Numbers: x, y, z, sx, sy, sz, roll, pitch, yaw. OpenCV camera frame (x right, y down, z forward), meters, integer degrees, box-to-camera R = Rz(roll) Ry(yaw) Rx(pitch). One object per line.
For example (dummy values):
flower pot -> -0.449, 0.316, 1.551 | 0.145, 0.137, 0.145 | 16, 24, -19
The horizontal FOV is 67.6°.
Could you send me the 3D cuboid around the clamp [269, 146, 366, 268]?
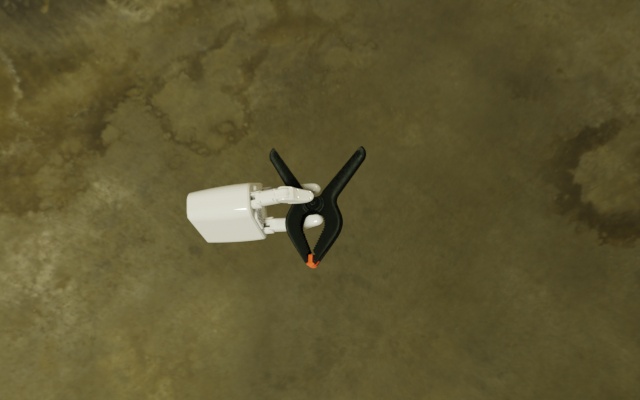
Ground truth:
clamp -> 0.000, 0.003, 0.781 | 0.164, 0.210, 0.036 | -7, -17, 9
